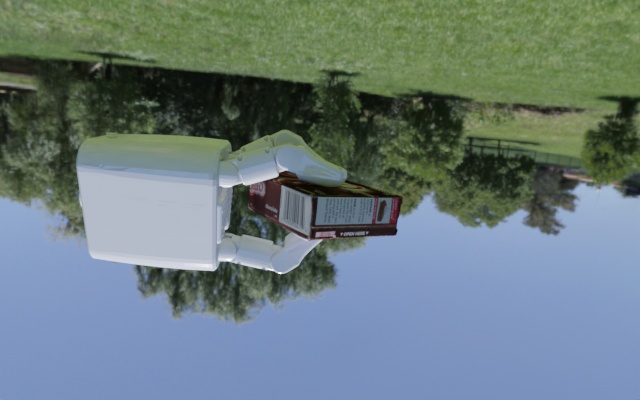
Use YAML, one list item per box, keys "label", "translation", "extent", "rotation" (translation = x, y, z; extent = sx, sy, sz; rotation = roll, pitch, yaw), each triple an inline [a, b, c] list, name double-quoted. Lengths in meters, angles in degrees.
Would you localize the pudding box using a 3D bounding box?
- label: "pudding box"
  translation: [0.000, 0.002, 0.415]
  extent: [0.090, 0.039, 0.113]
  rotation: [-1, 14, -33]
